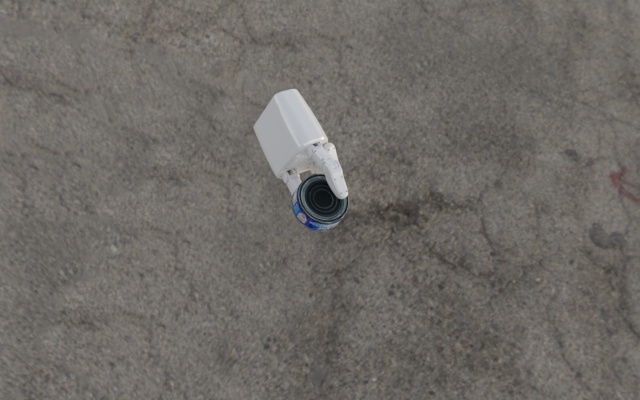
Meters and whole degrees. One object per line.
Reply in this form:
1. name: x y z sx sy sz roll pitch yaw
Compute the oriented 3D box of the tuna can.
1. tuna can: 0.000 0.002 0.740 0.086 0.086 0.034 0 -23 -21
